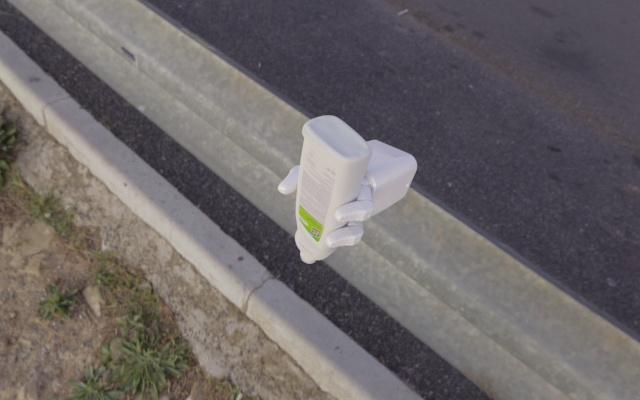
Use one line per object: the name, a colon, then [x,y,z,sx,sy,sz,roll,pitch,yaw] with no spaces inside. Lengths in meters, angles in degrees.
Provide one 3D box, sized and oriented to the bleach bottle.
bleach bottle: [0.000,0.002,0.726,0.068,0.251,0.102,-24,56,-34]
